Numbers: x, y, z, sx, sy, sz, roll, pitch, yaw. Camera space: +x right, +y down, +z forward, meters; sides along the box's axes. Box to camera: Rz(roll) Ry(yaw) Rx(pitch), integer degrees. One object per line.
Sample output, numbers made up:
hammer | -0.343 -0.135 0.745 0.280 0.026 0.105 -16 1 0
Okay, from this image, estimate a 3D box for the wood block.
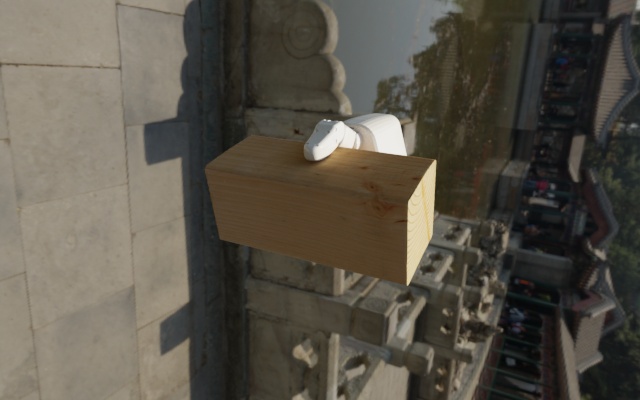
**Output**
wood block | 0.000 0.001 0.477 0.206 0.091 0.090 10 33 24
